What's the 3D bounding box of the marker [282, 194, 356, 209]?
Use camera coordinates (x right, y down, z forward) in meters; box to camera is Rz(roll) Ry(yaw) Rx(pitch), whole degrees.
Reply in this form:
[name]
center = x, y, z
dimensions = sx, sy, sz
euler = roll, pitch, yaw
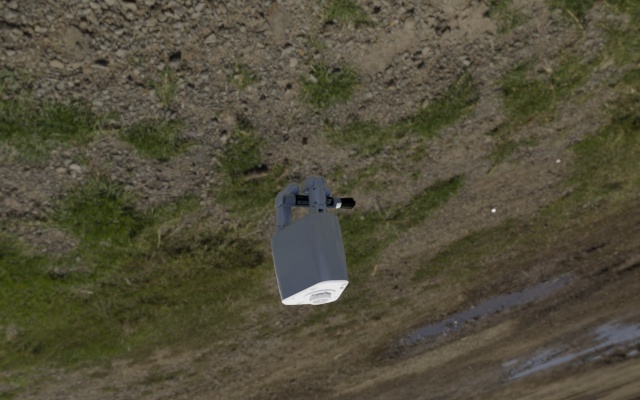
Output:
[marker]
center = 0.000, 0.002, 0.735
dimensions = 0.121, 0.020, 0.020
euler = 3, -1, -26
